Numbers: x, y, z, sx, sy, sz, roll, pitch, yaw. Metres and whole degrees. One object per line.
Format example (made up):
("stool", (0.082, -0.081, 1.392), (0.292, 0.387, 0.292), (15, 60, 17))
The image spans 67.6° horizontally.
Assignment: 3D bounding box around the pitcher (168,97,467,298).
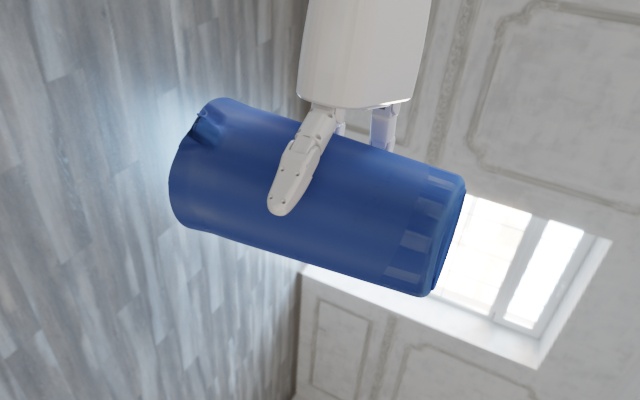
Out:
("pitcher", (0.000, 0.001, 0.442), (0.243, 0.145, 0.149), (18, 25, 19))
